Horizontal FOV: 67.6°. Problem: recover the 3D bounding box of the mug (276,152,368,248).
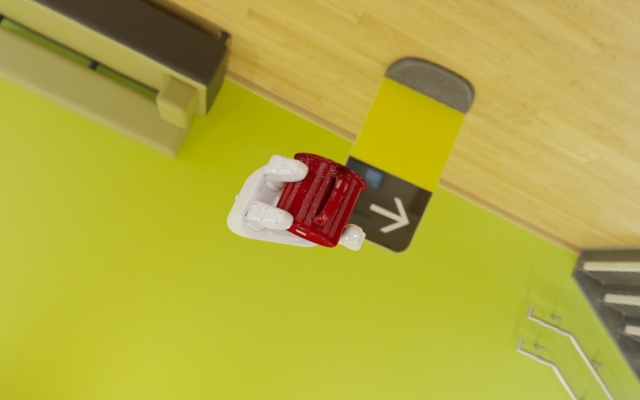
[{"bbox_3d":[0.001,0.002,0.534,0.093,0.081,0.117,27,-12,-16],"label":"mug"}]
